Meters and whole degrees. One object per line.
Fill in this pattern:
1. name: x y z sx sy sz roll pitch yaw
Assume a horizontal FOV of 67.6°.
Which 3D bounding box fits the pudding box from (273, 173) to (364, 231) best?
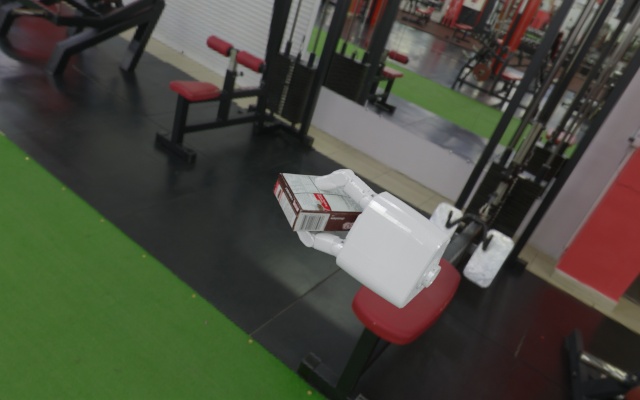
1. pudding box: 0.000 0.002 0.683 0.113 0.039 0.090 4 35 -31
